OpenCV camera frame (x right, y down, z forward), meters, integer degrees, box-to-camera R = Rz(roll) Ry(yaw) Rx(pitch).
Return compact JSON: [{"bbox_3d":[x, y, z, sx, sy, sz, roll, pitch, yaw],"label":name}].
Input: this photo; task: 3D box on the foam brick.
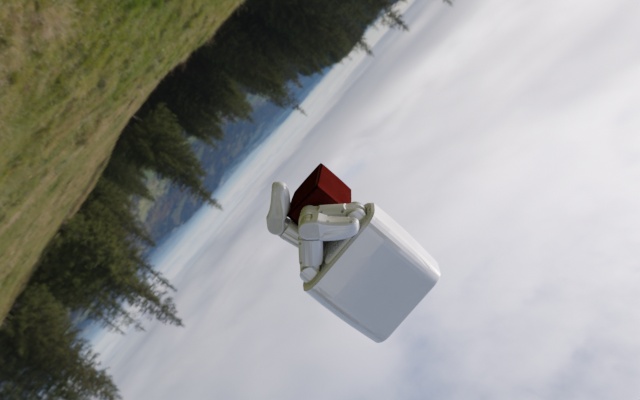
[{"bbox_3d":[0.000,0.002,0.555,0.051,0.053,0.078,39,20,-12],"label":"foam brick"}]
